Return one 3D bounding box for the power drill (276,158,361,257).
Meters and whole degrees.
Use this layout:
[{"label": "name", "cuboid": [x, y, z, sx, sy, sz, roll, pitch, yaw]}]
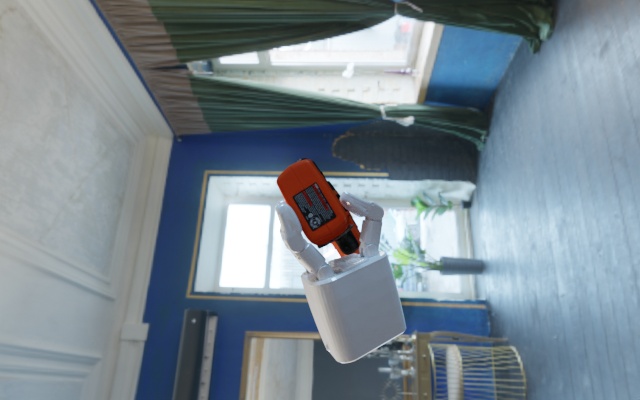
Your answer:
[{"label": "power drill", "cuboid": [0.000, 0.002, 0.662, 0.057, 0.184, 0.188, -35, -14, 6]}]
